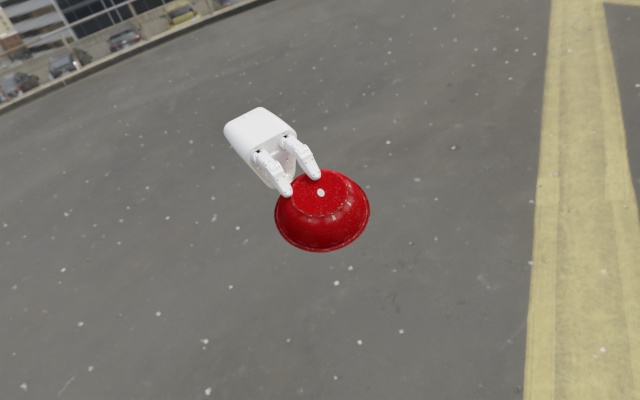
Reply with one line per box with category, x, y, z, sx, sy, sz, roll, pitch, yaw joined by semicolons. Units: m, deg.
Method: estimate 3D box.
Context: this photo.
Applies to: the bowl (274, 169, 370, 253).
bowl;0.001;0.003;0.780;0.162;0.162;0.055;0;-35;5
